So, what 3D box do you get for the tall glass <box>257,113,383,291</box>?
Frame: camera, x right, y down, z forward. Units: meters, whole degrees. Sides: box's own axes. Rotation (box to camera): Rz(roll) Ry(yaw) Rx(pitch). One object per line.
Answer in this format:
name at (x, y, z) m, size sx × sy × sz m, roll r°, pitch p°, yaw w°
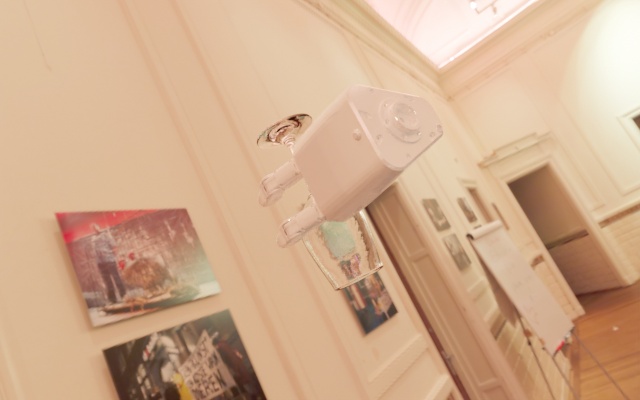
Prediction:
tall glass at (0.000, 0.001, 0.559) m, size 0.079 × 0.201 × 0.079 m, roll -25°, pitch -13°, yaw -6°
